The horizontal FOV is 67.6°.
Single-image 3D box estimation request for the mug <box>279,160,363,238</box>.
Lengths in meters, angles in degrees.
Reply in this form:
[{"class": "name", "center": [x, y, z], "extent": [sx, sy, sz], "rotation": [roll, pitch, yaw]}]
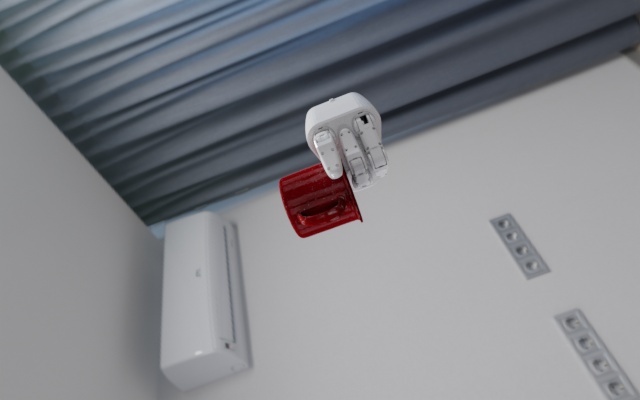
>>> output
[{"class": "mug", "center": [0.000, 0.003, 0.583], "extent": [0.081, 0.093, 0.117], "rotation": [-20, 23, 5]}]
